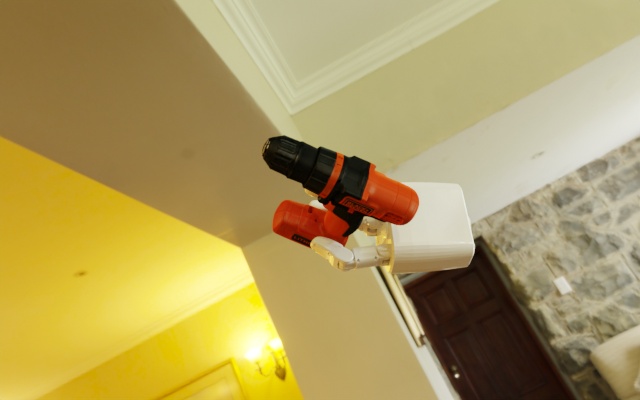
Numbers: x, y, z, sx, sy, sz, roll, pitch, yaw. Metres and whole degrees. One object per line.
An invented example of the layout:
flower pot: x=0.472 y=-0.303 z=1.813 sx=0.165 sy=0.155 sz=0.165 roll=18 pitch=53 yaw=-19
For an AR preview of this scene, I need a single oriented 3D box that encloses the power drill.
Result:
power drill: x=0.000 y=0.002 z=0.583 sx=0.184 sy=0.057 sz=0.188 roll=24 pitch=-26 yaw=-11
